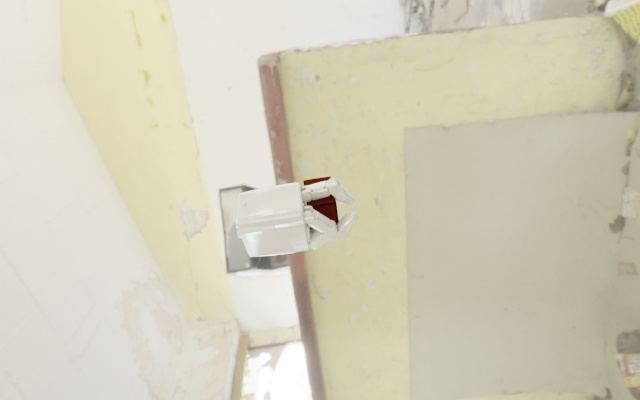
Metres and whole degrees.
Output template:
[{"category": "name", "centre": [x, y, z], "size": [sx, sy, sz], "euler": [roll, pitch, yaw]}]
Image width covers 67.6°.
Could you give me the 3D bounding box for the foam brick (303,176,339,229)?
[{"category": "foam brick", "centre": [0.000, 0.003, 0.837], "size": [0.051, 0.053, 0.078], "euler": [-9, 39, -1]}]
